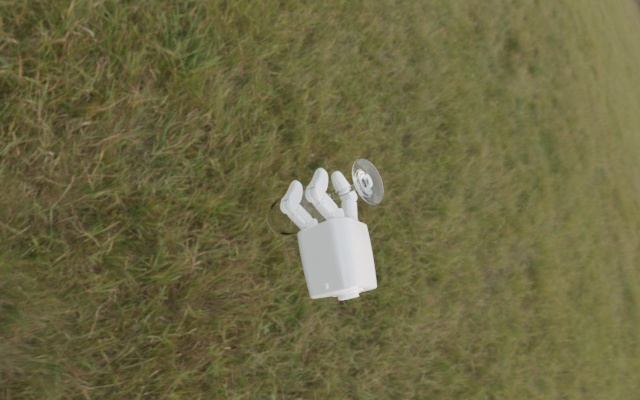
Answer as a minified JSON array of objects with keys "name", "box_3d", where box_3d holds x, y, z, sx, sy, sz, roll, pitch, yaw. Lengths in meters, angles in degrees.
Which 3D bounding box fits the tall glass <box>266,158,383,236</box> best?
[{"name":"tall glass","box_3d":[0.001,0.002,0.778,0.201,0.079,0.079,-23,-15,38]}]
